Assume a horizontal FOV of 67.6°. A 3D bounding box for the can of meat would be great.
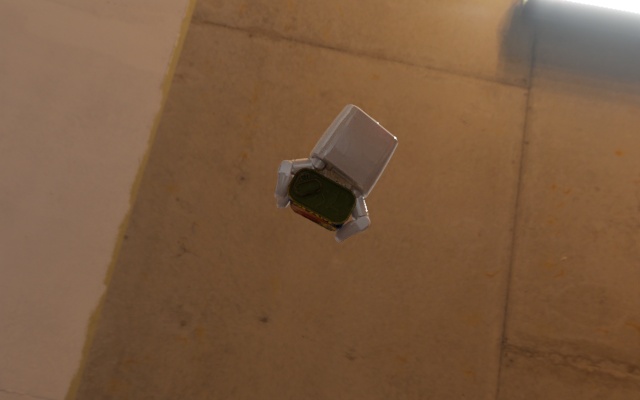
[{"bbox_3d":[0.000,0.003,0.741,0.102,0.057,0.084,28,-14,4],"label":"can of meat"}]
